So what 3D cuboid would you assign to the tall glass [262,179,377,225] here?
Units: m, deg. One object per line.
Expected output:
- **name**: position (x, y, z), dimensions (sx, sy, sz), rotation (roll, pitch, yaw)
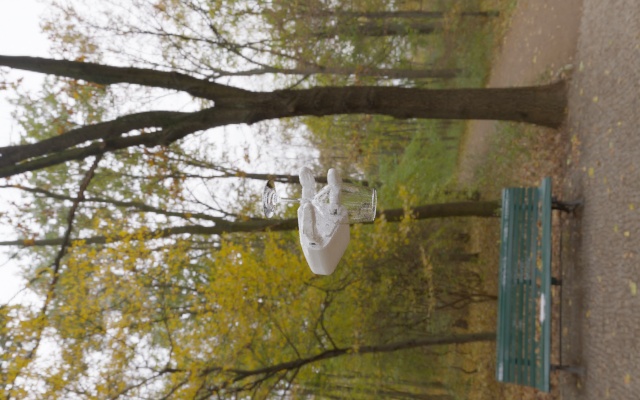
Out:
- **tall glass**: position (-0.001, 0.003, 0.879), dimensions (0.201, 0.079, 0.079), rotation (3, 1, 13)
